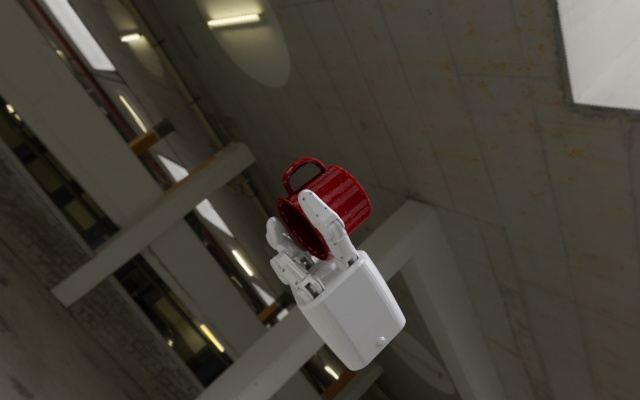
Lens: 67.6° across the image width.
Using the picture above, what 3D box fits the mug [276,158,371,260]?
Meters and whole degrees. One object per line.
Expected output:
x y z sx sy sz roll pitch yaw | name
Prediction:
-0.001 0.001 0.576 0.081 0.117 0.093 -39 18 -19 | mug
